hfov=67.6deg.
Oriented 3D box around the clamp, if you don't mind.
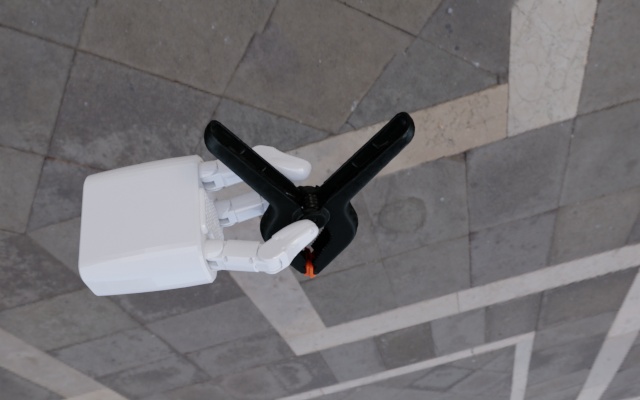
[{"bbox_3d":[0.000,0.002,0.437,0.164,0.036,0.210,-7,-41,1],"label":"clamp"}]
